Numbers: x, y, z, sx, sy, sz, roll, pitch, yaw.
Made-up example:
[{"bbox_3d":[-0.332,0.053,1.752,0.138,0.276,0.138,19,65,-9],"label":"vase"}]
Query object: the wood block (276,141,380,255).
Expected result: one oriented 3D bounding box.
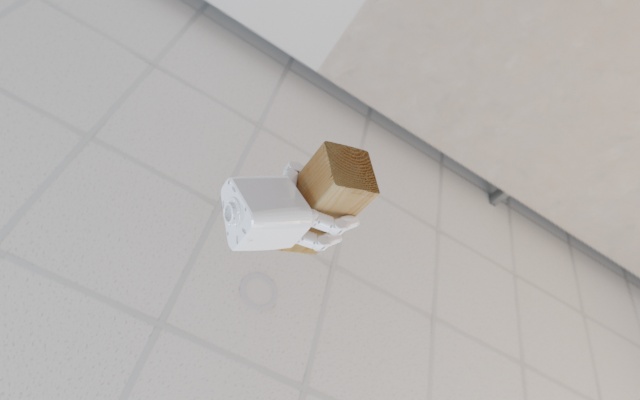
[{"bbox_3d":[0.000,0.002,0.824,0.090,0.090,0.206,9,-38,-31],"label":"wood block"}]
